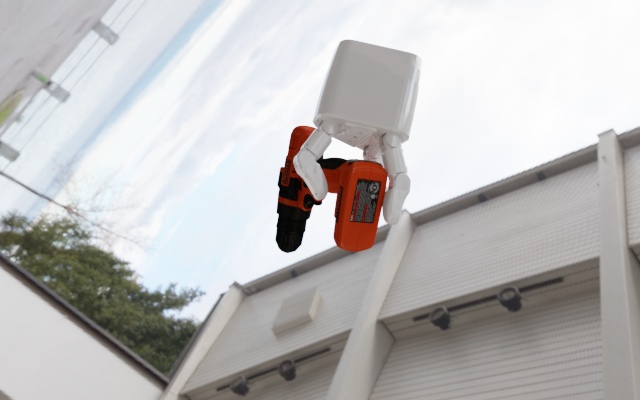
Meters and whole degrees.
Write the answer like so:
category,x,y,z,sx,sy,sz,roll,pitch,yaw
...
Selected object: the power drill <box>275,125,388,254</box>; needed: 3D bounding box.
category,x,y,z,sx,sy,sz,roll,pitch,yaw
power drill,0.000,0.002,0.620,0.057,0.184,0.187,2,13,-33
